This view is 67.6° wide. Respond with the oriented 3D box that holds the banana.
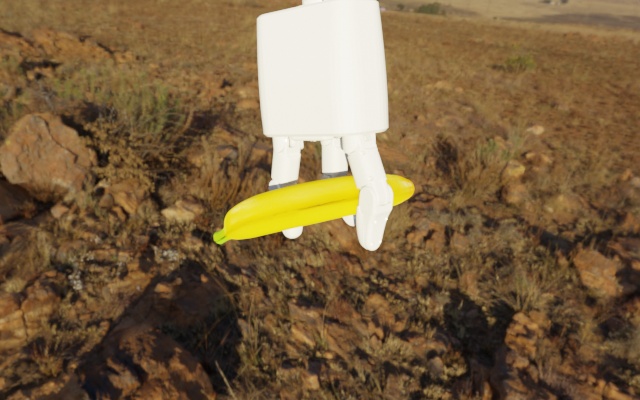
[{"bbox_3d":[0.000,0.001,0.426,0.198,0.037,0.069,-12,-1,-10],"label":"banana"}]
